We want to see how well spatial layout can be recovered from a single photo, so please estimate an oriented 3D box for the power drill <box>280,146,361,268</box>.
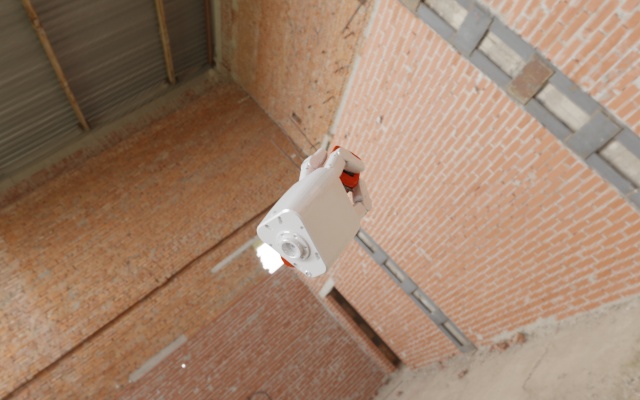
[{"bbox_3d":[0.000,0.002,0.809,0.057,0.188,0.184,27,29,-7],"label":"power drill"}]
